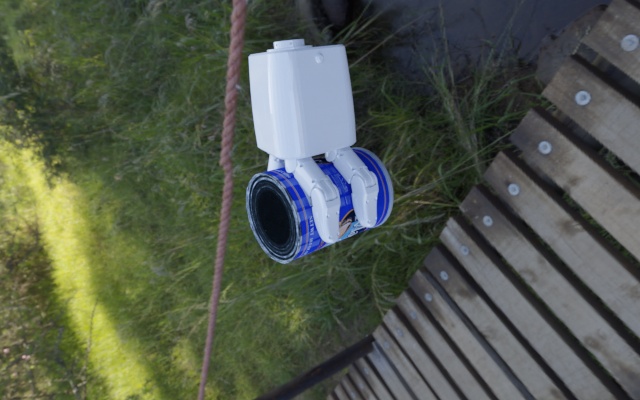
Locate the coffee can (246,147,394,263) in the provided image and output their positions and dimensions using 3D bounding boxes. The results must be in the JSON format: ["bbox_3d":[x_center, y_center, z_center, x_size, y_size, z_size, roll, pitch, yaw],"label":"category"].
[{"bbox_3d":[0.000,0.002,0.557,0.140,0.103,0.103,-19,11,-36],"label":"coffee can"}]
